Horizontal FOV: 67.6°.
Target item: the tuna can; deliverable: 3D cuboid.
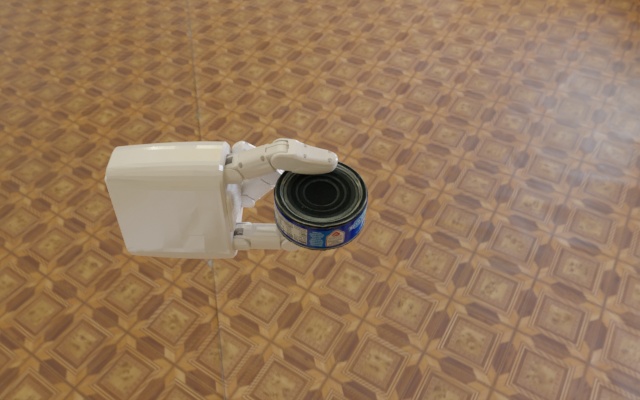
[{"bbox_3d":[0.000,0.001,0.435,0.086,0.086,0.034,0,-41,-3],"label":"tuna can"}]
